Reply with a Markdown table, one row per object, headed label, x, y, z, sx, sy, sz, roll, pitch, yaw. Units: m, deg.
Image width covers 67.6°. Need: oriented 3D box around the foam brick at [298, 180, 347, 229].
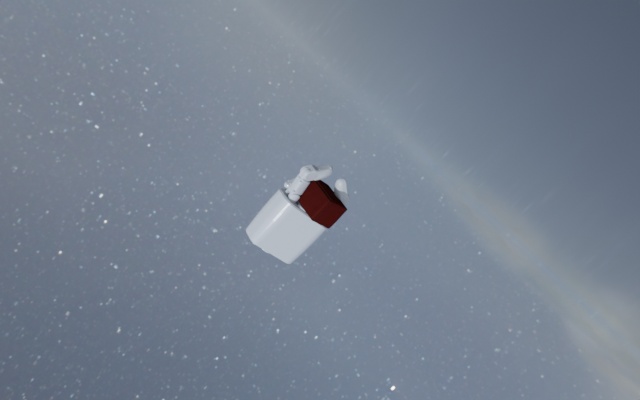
| label | x | y | z | sx | sy | sz | roll | pitch | yaw |
| --- | --- | --- | --- | --- | --- | --- | --- | --- | --- |
| foam brick | 0.000 | 0.003 | 0.859 | 0.053 | 0.051 | 0.078 | 30 | 17 | -47 |
